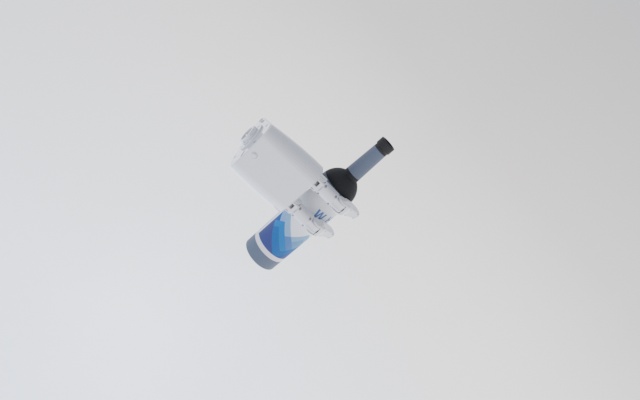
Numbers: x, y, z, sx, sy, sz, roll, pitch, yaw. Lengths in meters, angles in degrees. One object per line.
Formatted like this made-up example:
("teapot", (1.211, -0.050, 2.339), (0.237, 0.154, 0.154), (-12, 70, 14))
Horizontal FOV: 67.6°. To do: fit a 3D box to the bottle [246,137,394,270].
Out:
("bottle", (0.000, 0.003, 0.785), (0.296, 0.069, 0.069), (-41, -16, 19))
